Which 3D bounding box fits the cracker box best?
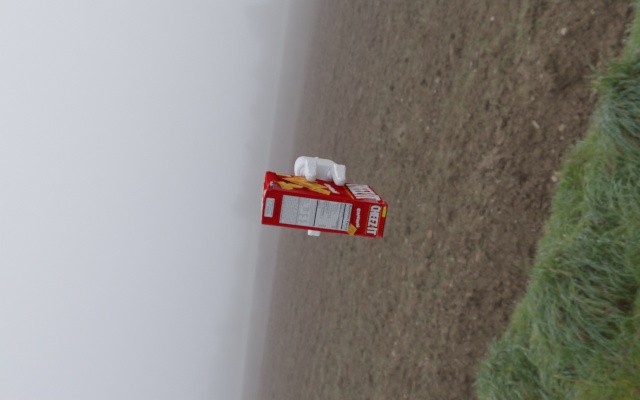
[{"bbox_3d":[0.000,0.003,0.879,0.214,0.072,0.164,7,13,-8],"label":"cracker box"}]
